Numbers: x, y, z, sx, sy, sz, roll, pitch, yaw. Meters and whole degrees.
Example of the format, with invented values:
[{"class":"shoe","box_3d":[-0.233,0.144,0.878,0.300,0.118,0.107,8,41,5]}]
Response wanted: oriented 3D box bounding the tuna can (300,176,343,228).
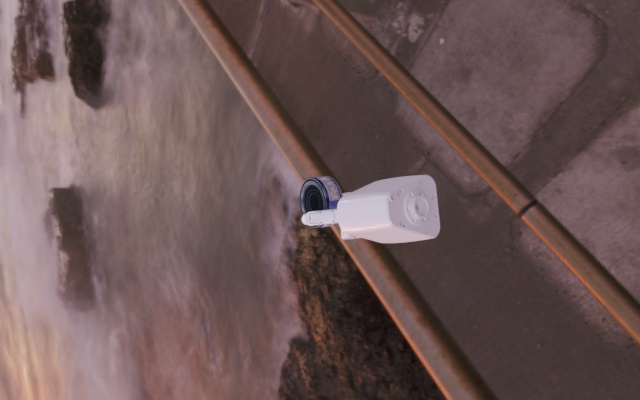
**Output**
[{"class":"tuna can","box_3d":[0.000,0.003,0.798,0.034,0.086,0.086,-7,4,-33]}]
